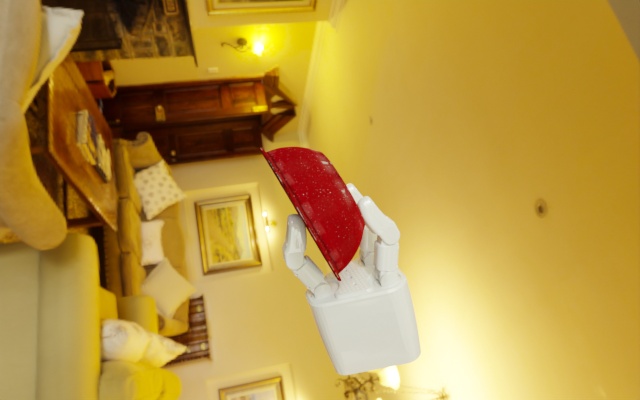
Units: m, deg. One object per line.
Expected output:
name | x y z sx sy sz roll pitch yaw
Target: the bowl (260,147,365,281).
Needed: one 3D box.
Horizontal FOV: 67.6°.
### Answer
bowl | 0.000 0.000 0.502 0.055 0.162 0.162 -31 2 -3
